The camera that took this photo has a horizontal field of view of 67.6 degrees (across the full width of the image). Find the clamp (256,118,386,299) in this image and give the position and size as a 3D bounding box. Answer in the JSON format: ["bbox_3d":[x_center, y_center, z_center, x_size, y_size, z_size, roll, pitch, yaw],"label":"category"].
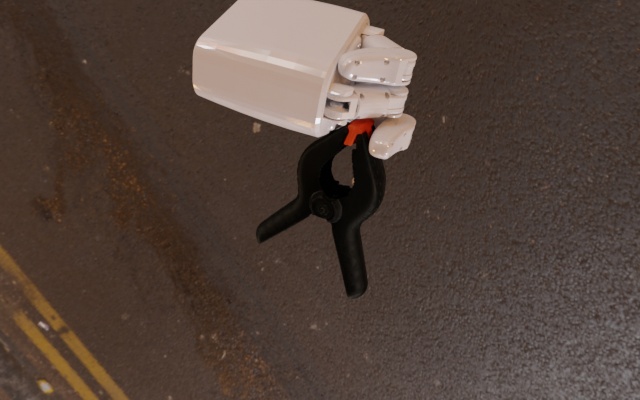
[{"bbox_3d":[0.000,0.002,0.423,0.120,0.172,0.039,19,31,13],"label":"clamp"}]
